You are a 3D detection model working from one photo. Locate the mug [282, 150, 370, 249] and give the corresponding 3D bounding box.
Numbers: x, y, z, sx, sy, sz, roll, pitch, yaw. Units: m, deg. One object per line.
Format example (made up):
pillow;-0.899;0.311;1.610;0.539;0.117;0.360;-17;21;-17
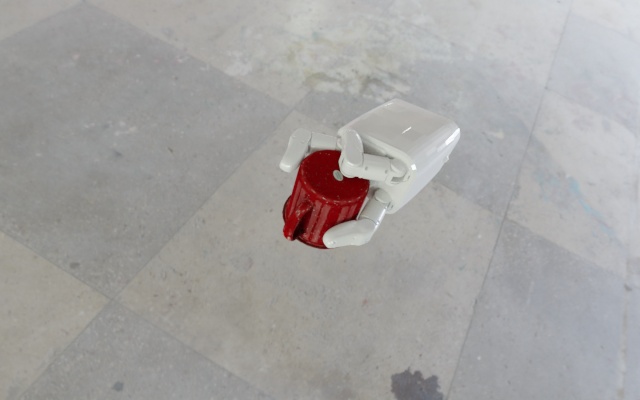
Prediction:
mug;-0.001;0.002;0.543;0.117;0.093;0.082;-37;-21;-35
